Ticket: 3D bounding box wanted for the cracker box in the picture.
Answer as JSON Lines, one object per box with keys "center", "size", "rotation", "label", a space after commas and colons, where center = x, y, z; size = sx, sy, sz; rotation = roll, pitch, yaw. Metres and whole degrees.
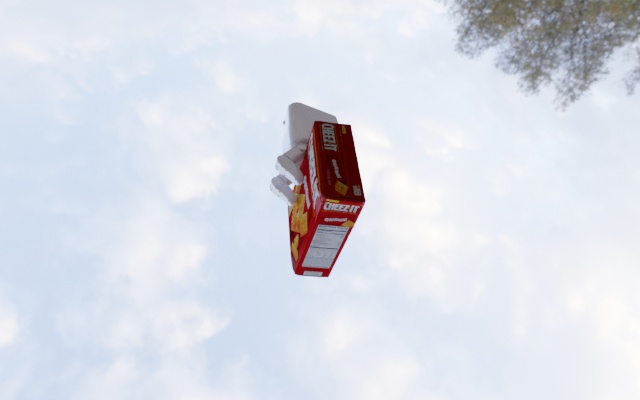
{"center": [0.000, 0.003, 0.790], "size": [0.072, 0.164, 0.214], "rotation": [4, -40, -14], "label": "cracker box"}
